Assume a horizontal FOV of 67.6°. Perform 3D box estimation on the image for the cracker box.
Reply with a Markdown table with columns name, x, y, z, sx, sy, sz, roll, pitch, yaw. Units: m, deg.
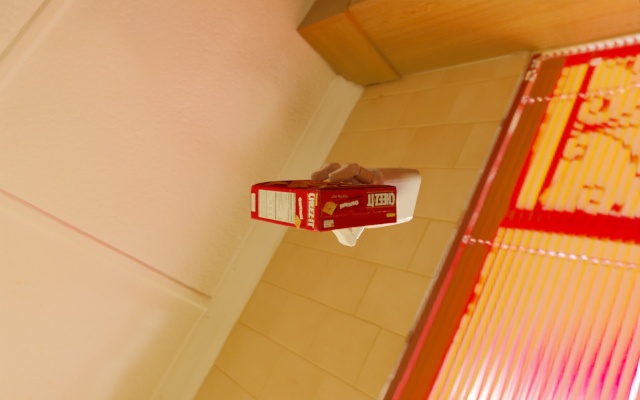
| name | x | y | z | sx | sy | sz | roll | pitch | yaw |
| --- | --- | --- | --- | --- | --- | --- | --- | --- | --- |
| cracker box | 0.000 | 0.003 | 0.825 | 0.164 | 0.072 | 0.213 | -4 | 6 | -36 |
